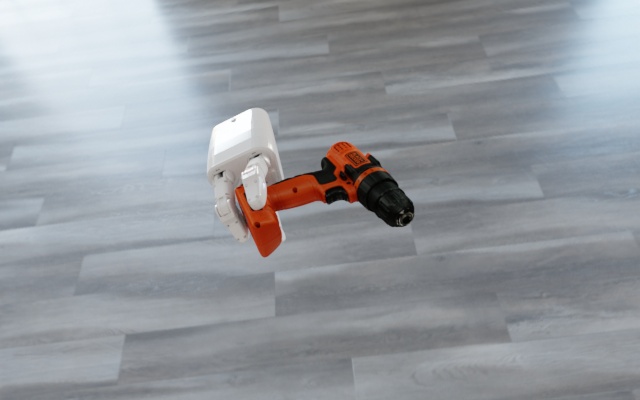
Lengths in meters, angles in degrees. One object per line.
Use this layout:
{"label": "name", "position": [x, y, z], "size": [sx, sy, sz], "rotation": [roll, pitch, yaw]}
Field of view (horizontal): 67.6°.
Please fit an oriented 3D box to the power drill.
{"label": "power drill", "position": [0.000, 0.002, 0.593], "size": [0.187, 0.057, 0.184], "rotation": [-20, 35, -14]}
